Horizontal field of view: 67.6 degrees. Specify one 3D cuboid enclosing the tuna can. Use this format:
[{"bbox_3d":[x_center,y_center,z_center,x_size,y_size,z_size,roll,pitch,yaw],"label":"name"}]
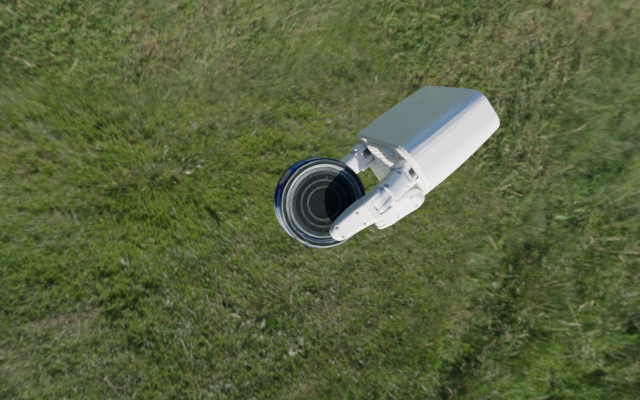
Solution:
[{"bbox_3d":[0.000,0.002,0.456,0.086,0.086,0.033,0,6,-15],"label":"tuna can"}]
